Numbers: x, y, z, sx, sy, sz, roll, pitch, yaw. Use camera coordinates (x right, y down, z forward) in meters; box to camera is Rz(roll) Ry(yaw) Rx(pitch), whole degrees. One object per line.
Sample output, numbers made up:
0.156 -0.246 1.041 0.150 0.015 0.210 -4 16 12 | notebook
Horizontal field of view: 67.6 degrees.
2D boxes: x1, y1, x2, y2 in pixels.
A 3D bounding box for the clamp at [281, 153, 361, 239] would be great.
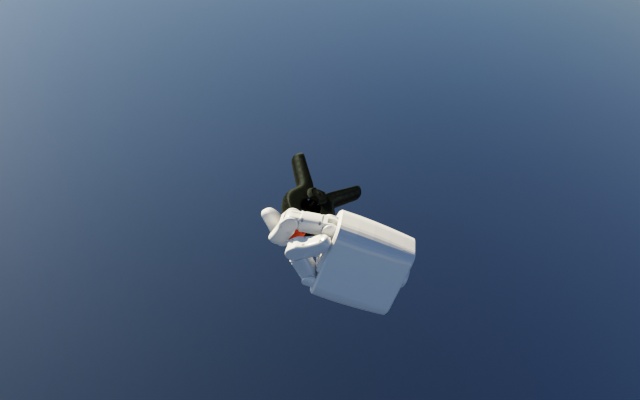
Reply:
0.000 0.002 0.695 0.120 0.039 0.171 20 41 -5 | clamp
